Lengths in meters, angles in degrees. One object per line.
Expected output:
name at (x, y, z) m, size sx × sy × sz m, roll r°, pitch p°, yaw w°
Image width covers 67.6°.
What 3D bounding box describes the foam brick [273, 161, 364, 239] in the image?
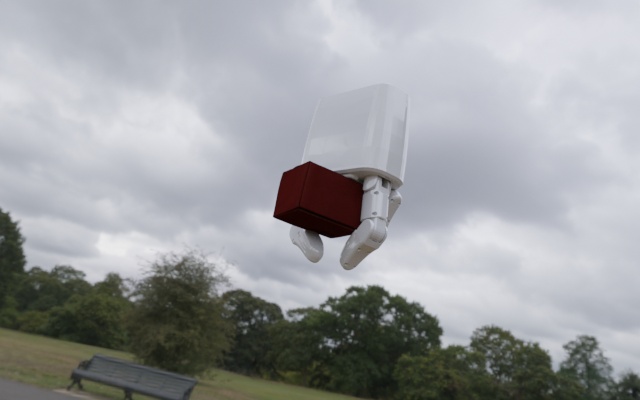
foam brick at (0.000, 0.002, 0.484) m, size 0.078 × 0.051 × 0.053 m, roll 22°, pitch -22°, yaw -31°
